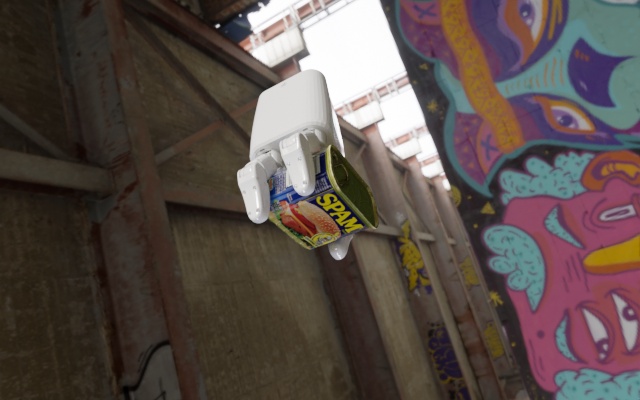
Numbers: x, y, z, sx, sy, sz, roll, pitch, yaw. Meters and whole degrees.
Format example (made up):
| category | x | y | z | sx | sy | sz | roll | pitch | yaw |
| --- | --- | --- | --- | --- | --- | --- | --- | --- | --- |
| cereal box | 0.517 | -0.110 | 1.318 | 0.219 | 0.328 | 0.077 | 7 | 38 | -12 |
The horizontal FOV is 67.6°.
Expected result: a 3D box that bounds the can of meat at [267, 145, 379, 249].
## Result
| category | x | y | z | sx | sy | sz | roll | pitch | yaw |
| --- | --- | --- | --- | --- | --- | --- | --- | --- | --- |
| can of meat | 0.000 | 0.002 | 0.498 | 0.084 | 0.057 | 0.102 | -22 | -43 | 22 |
